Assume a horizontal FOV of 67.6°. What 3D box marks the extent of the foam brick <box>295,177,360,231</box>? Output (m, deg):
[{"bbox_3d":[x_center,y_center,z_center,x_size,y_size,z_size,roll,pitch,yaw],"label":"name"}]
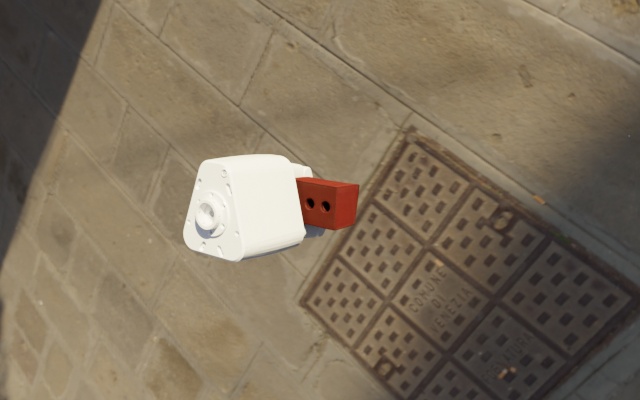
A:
[{"bbox_3d":[0.000,0.002,0.586,0.078,0.053,0.051,10,11,31],"label":"foam brick"}]
